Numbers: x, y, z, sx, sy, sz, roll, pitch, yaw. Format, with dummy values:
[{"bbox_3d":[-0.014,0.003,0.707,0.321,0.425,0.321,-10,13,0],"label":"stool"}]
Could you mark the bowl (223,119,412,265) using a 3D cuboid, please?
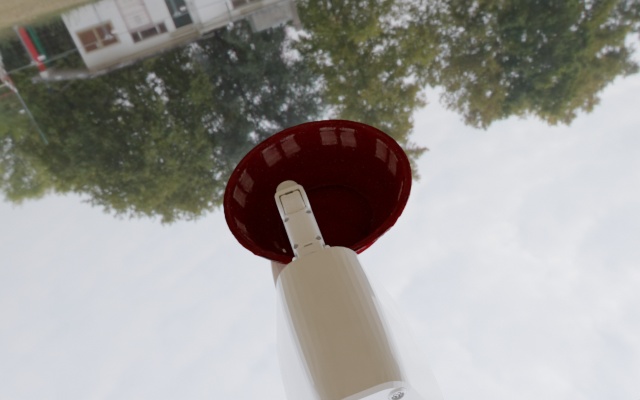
[{"bbox_3d":[0.000,0.001,0.422,0.162,0.162,0.055,0,-39,14],"label":"bowl"}]
